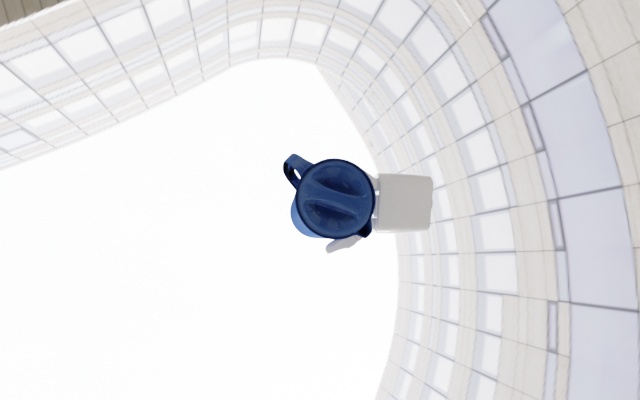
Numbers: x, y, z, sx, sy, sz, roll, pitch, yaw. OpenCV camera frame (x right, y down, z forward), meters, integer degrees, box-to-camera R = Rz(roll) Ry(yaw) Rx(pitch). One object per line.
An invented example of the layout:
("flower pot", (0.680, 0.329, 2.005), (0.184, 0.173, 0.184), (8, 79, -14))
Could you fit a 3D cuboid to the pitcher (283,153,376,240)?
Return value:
("pitcher", (0.000, 0.003, 0.880), (0.145, 0.149, 0.243), (-1, -7, -10))
